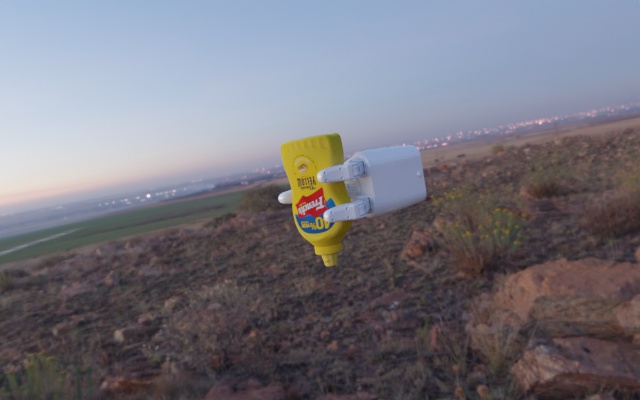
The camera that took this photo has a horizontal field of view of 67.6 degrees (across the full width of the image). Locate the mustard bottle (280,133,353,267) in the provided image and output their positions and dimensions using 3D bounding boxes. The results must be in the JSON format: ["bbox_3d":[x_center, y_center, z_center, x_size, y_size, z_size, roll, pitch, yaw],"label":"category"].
[{"bbox_3d":[0.000,0.002,0.702,0.096,0.191,0.058,-6,7,37],"label":"mustard bottle"}]
